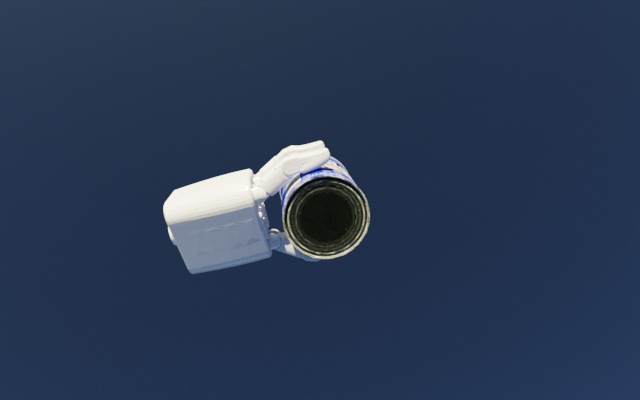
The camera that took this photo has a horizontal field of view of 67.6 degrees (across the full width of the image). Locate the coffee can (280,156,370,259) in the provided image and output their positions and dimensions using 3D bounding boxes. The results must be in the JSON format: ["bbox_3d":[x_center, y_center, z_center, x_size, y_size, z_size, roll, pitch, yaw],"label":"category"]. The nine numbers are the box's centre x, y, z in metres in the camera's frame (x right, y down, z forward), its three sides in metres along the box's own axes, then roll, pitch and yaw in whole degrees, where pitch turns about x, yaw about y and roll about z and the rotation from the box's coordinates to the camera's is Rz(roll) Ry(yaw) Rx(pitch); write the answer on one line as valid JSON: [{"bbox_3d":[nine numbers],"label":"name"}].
[{"bbox_3d":[0.000,0.002,0.616,0.103,0.103,0.140,0,16,-6],"label":"coffee can"}]
